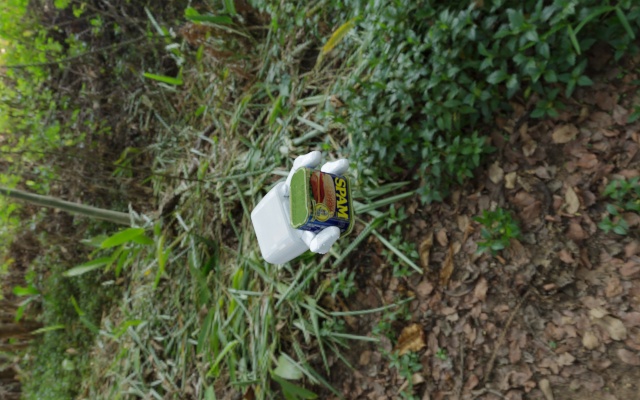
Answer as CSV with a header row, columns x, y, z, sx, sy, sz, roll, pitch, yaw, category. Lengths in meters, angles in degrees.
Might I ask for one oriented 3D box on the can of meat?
x,y,z,sx,sy,sz,roll,pitch,yaw,category
0.000,0.002,0.738,0.084,0.102,0.057,12,-29,-30,can of meat
